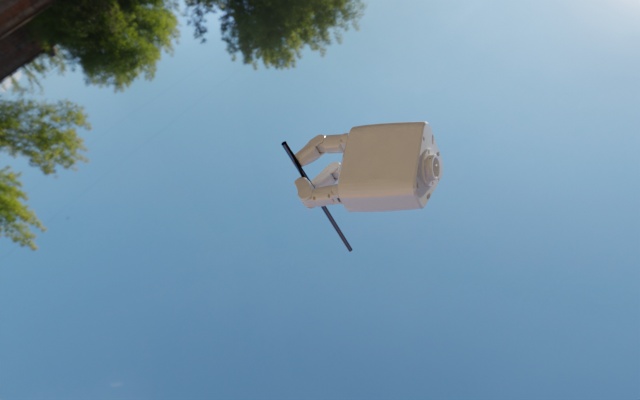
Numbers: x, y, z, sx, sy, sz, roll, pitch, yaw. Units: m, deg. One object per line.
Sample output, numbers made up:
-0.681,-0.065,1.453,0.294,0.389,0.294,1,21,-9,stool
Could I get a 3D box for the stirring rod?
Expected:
0.000,0.002,0.721,0.011,0.011,0.240,0,-42,33,stirring rod
